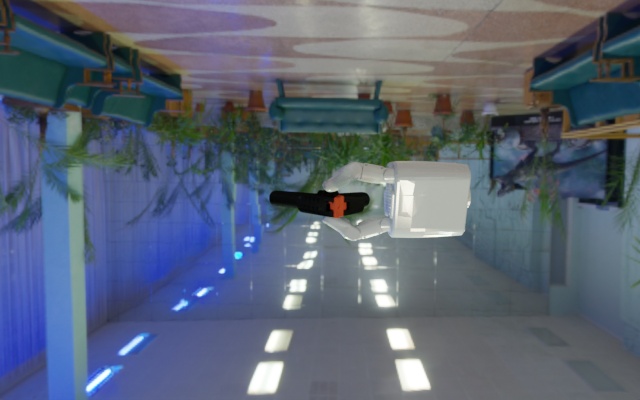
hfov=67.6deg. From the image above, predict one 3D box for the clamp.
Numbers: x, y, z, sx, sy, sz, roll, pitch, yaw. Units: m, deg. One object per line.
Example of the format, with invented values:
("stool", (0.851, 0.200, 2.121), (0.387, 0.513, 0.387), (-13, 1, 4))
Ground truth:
("clamp", (0.000, 0.003, 0.698), (0.164, 0.036, 0.210), (0, 3, -1))
